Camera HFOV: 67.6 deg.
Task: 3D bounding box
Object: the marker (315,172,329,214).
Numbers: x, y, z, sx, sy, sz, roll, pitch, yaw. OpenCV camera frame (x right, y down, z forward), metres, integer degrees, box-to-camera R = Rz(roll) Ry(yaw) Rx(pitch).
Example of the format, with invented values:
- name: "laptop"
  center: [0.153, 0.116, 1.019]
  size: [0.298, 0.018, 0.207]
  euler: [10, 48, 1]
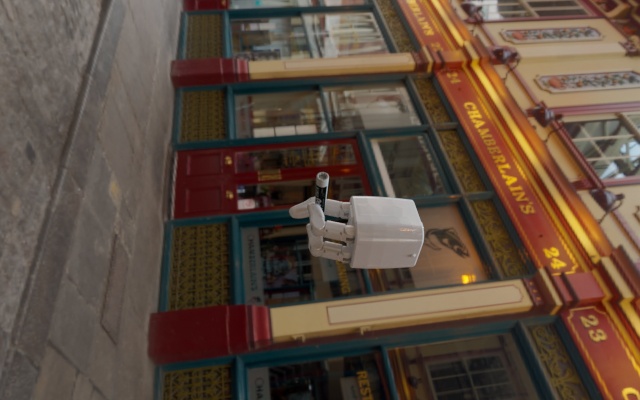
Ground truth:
- name: "marker"
  center: [0.000, 0.003, 0.768]
  size: [0.020, 0.020, 0.121]
  euler: [0, -41, -4]
